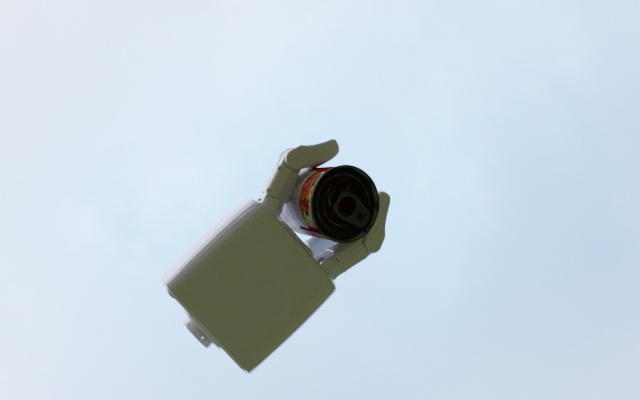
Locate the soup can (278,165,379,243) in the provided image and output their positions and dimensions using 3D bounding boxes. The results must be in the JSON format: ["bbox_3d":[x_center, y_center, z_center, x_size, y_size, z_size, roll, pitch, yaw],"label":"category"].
[{"bbox_3d":[0.000,0.001,0.455,0.068,0.068,0.102,0,2,-26],"label":"soup can"}]
